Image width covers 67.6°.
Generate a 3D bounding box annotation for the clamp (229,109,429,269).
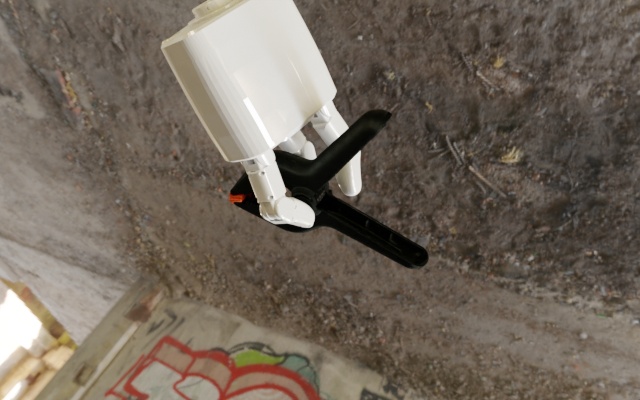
[{"bbox_3d":[-0.001,0.002,0.464,0.210,0.165,0.036,-5,34,37],"label":"clamp"}]
